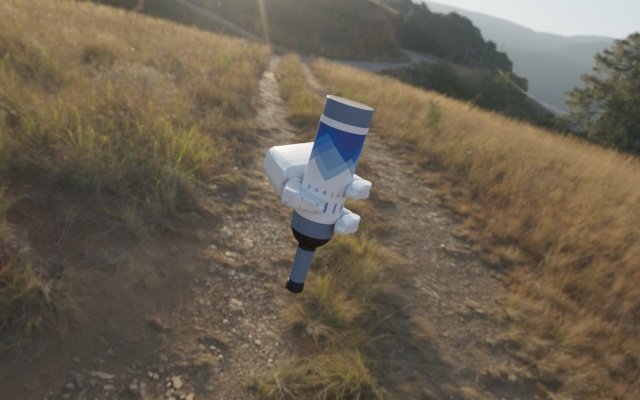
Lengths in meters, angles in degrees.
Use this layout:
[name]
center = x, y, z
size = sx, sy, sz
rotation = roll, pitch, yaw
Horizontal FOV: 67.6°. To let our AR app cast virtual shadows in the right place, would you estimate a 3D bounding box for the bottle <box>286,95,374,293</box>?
[bottle]
center = 0.000, 0.002, 0.688
size = 0.069, 0.296, 0.069
rotation = 15, 19, -5
